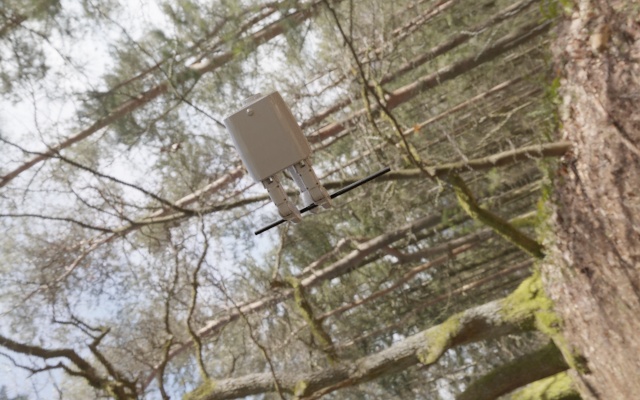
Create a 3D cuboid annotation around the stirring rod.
[{"bbox_3d":[0.000,0.002,0.755,0.239,0.011,0.011,-26,-5,11],"label":"stirring rod"}]
